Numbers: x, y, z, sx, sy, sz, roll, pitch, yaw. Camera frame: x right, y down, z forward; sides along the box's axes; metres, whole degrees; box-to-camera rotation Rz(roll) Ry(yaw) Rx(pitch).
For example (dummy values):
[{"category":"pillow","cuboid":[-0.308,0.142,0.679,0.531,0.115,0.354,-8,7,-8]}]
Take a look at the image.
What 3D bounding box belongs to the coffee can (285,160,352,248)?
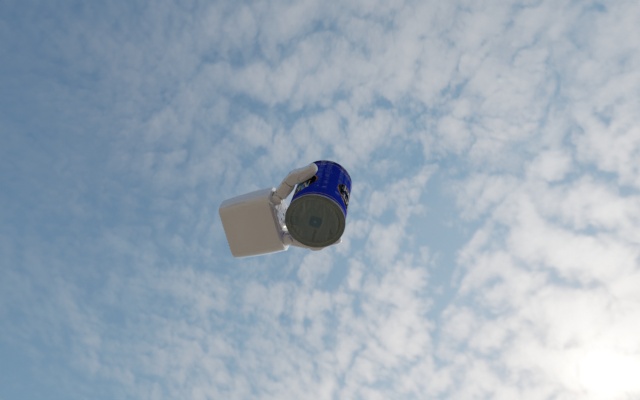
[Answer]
[{"category":"coffee can","cuboid":[0.000,0.003,0.853,0.103,0.103,0.140,0,29,9]}]
